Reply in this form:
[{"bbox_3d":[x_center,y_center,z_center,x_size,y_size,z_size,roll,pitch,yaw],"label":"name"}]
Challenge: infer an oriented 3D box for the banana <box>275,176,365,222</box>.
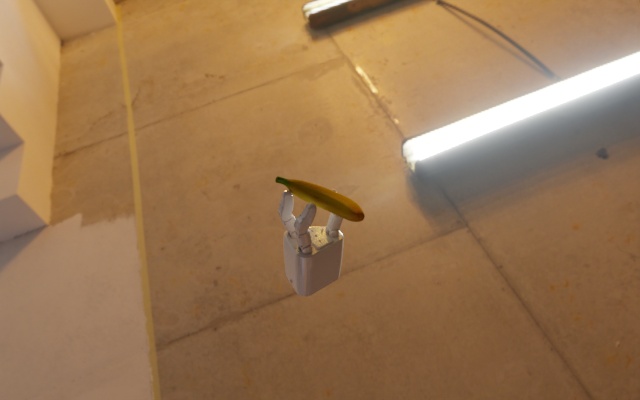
[{"bbox_3d":[0.009,0.001,0.856,0.197,0.037,0.069,22,16,33],"label":"banana"}]
